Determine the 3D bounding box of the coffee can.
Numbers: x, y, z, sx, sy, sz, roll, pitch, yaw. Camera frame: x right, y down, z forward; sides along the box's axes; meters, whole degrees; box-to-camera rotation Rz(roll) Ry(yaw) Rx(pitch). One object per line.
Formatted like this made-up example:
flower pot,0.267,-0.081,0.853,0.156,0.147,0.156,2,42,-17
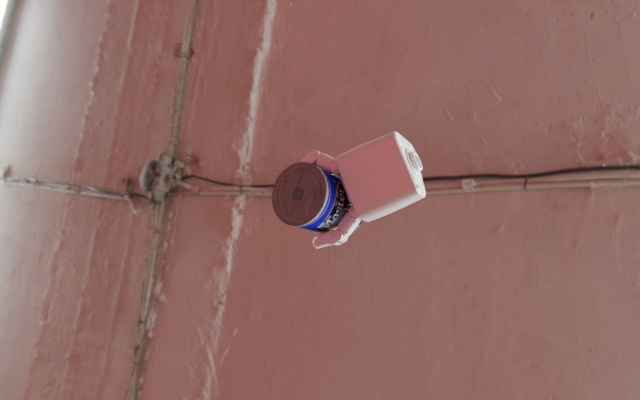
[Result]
coffee can,0.000,0.003,0.802,0.103,0.103,0.140,0,-11,31
